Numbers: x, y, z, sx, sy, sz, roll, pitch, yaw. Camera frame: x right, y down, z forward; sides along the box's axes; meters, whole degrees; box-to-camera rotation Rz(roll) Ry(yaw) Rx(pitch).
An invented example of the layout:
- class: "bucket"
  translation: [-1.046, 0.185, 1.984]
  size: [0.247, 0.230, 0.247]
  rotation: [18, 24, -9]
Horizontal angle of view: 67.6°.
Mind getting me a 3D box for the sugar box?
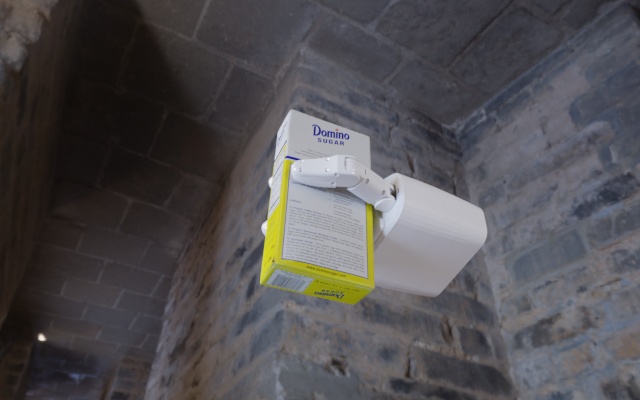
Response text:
- class: "sugar box"
  translation: [0.000, 0.002, 0.451]
  size: [0.093, 0.176, 0.048]
  rotation: [17, -41, -18]
